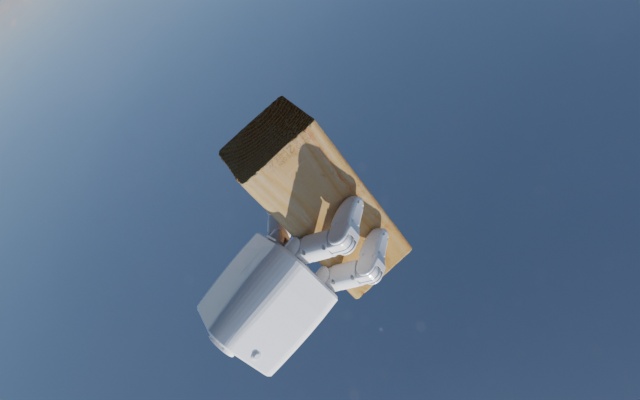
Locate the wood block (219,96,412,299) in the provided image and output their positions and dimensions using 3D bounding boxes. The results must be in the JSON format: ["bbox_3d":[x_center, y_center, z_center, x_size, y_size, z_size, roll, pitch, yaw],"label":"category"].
[{"bbox_3d":[0.000,0.002,0.511,0.206,0.090,0.090,49,-2,-36],"label":"wood block"}]
